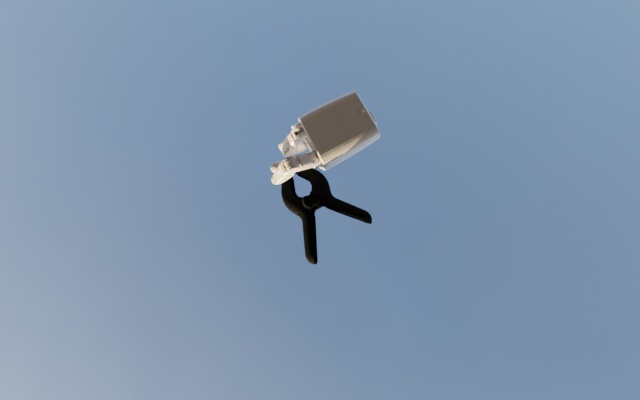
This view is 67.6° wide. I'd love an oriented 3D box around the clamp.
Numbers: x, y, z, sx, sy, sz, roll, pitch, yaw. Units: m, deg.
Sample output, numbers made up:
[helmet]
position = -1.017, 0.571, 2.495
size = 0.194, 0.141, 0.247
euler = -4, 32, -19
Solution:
[clamp]
position = 0.000, 0.003, 0.765
size = 0.120, 0.171, 0.039
euler = -27, -14, -2
